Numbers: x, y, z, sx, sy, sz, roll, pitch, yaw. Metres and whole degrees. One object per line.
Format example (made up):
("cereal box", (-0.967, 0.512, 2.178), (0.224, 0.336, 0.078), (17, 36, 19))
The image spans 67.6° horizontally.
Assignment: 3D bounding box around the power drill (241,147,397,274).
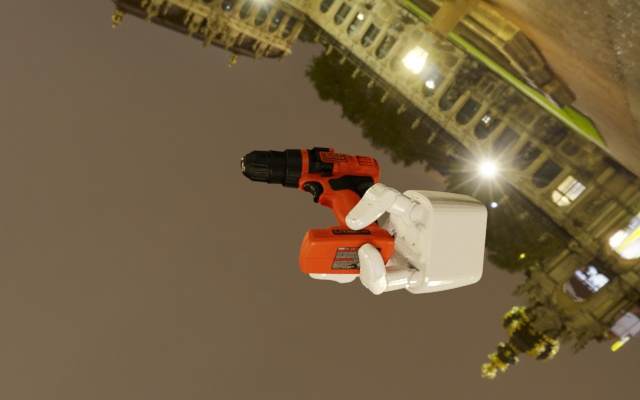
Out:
("power drill", (0.000, 0.002, 0.574), (0.184, 0.057, 0.187), (1, 41, -14))
